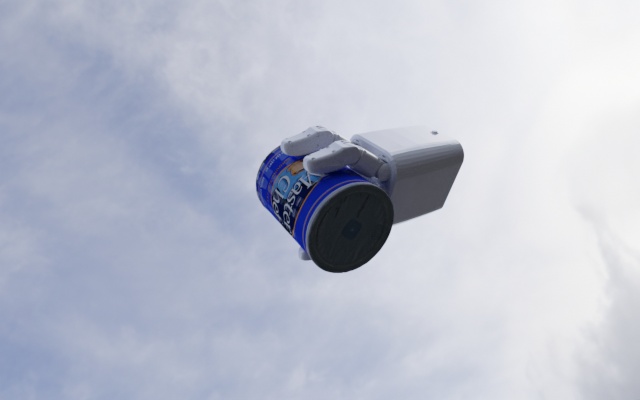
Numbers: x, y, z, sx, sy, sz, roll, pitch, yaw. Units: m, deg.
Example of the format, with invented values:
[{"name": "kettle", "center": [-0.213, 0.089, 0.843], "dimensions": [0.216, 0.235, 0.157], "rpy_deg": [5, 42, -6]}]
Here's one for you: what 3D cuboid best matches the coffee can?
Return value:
[{"name": "coffee can", "center": [0.000, 0.002, 0.538], "dimensions": [0.103, 0.103, 0.140], "rpy_deg": [0, 25, -32]}]
